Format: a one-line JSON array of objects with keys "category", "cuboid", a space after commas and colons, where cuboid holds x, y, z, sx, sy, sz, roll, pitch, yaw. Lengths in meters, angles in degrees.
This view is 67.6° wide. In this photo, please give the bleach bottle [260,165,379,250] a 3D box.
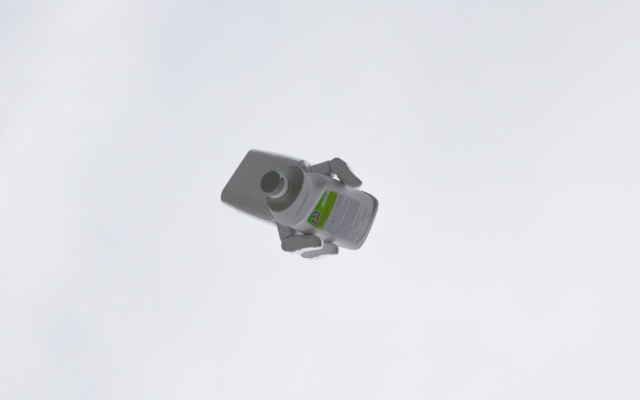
[{"category": "bleach bottle", "cuboid": [0.000, 0.002, 0.679, 0.068, 0.102, 0.251, 18, -6, 31]}]
